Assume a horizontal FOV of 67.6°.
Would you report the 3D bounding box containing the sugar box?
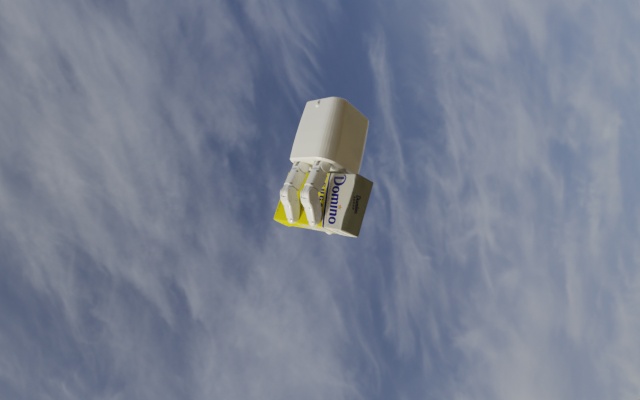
[{"bbox_3d":[0.000,0.002,0.786,0.048,0.093,0.176,24,-13,-36],"label":"sugar box"}]
